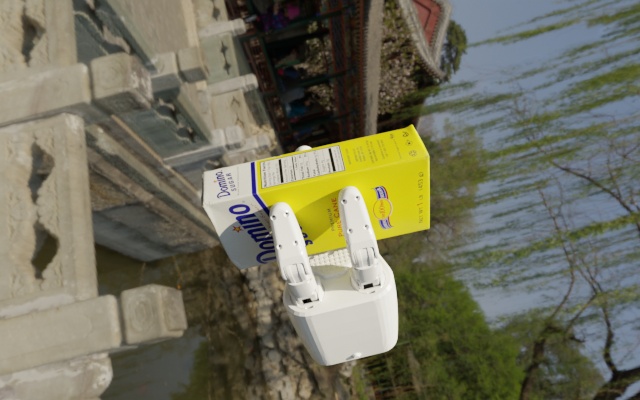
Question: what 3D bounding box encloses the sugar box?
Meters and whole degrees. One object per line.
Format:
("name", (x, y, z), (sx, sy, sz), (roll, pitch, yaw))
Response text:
("sugar box", (0.000, 0.002, 0.400), (0.176, 0.048, 0.093), (-15, -43, 1))
